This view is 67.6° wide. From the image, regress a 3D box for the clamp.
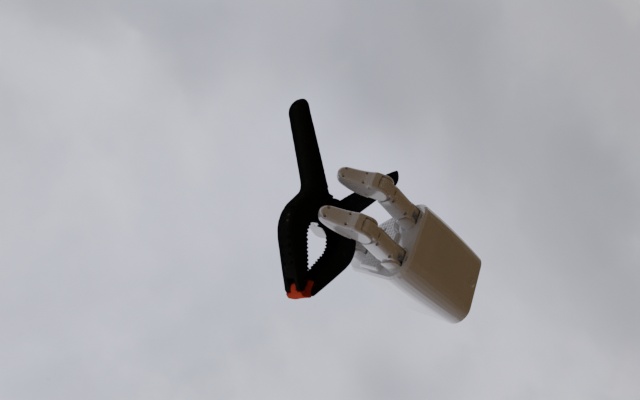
[{"bbox_3d":[0.000,0.002,0.513,0.164,0.210,0.036,39,-34,-22],"label":"clamp"}]
